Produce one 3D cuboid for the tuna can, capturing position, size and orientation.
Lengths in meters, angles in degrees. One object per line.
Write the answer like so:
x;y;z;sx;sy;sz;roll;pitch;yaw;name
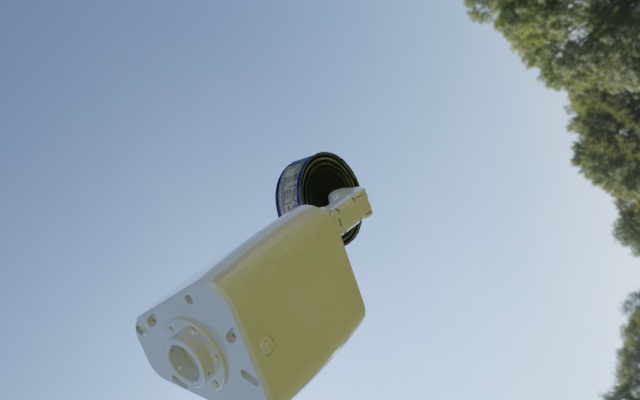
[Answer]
0.000;0.001;0.432;0.034;0.086;0.086;-13;-9;40;tuna can
